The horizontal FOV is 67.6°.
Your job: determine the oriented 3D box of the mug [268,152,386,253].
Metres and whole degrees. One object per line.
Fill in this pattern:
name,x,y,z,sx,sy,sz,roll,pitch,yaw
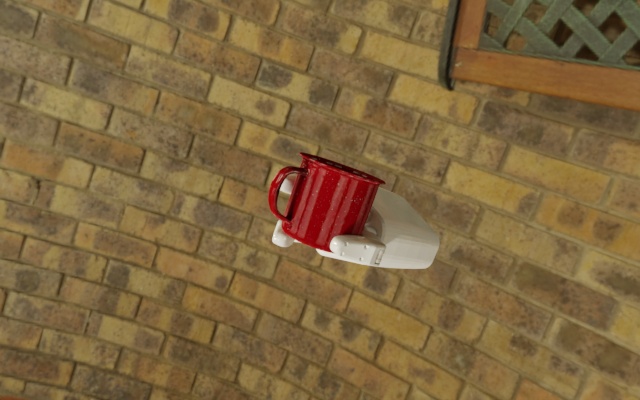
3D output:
mug,-0.001,0.002,0.482,0.117,0.081,0.093,13,10,-37
